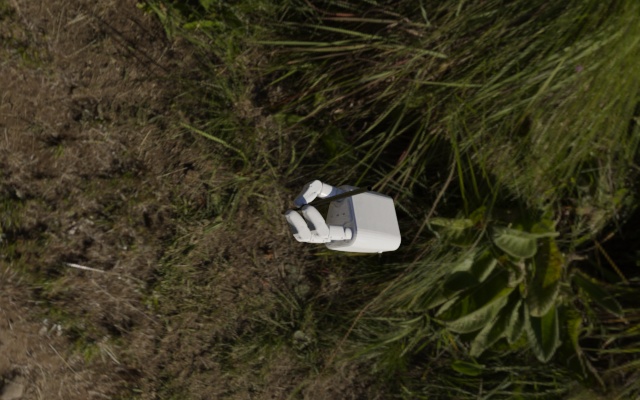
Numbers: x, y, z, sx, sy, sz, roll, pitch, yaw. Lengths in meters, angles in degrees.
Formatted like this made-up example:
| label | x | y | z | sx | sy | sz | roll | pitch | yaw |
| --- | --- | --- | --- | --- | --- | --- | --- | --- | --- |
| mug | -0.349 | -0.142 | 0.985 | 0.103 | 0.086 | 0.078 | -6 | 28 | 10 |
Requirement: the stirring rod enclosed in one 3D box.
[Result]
| label | x | y | z | sx | sy | sz | roll | pitch | yaw |
| --- | --- | --- | --- | --- | --- | --- | --- | --- | --- |
| stirring rod | 0.000 | 0.002 | 0.746 | 0.011 | 0.011 | 0.239 | 0 | -9 | -34 |
